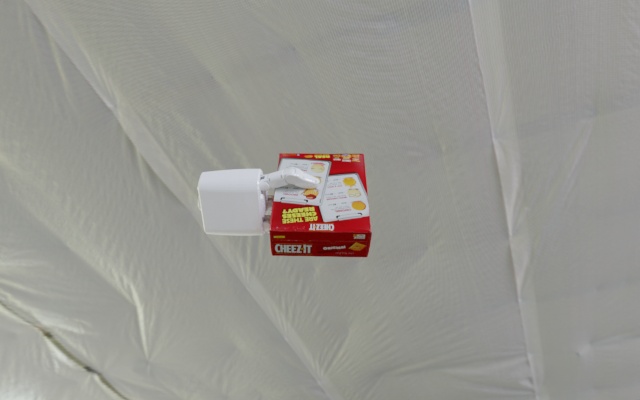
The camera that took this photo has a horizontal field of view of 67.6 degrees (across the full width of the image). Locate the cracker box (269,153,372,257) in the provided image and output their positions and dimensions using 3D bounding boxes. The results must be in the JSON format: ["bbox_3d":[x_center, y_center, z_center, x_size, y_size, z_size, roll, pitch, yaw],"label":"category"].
[{"bbox_3d":[0.000,0.003,0.849,0.164,0.072,0.213,1,41,0],"label":"cracker box"}]
